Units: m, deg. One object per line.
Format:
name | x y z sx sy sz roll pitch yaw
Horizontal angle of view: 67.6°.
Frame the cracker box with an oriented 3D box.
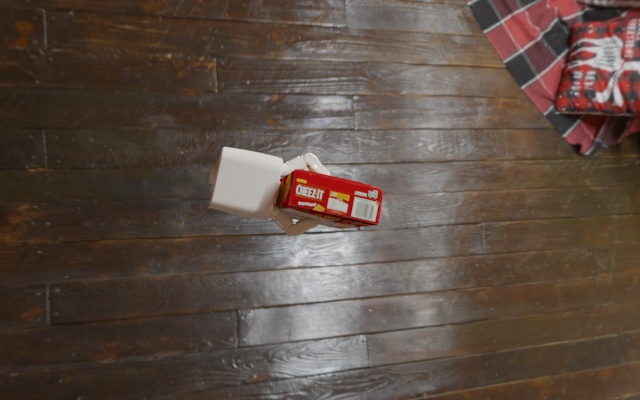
cracker box | 0.000 0.003 0.897 0.164 0.072 0.214 12 -8 -14
